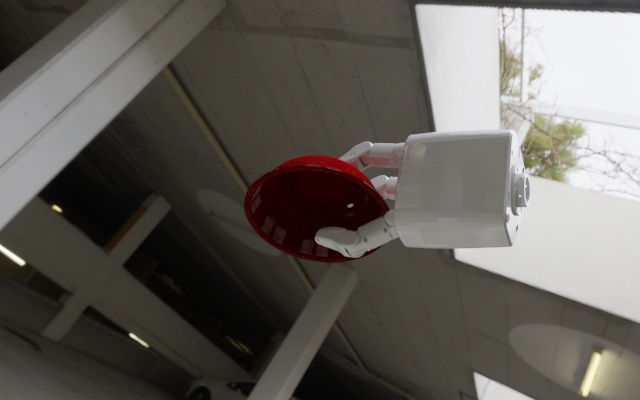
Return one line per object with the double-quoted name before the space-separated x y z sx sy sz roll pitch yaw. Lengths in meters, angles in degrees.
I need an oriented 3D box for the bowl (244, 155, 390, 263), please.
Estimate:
"bowl" -0.001 0.001 0.533 0.162 0.055 0.162 6 -41 5
